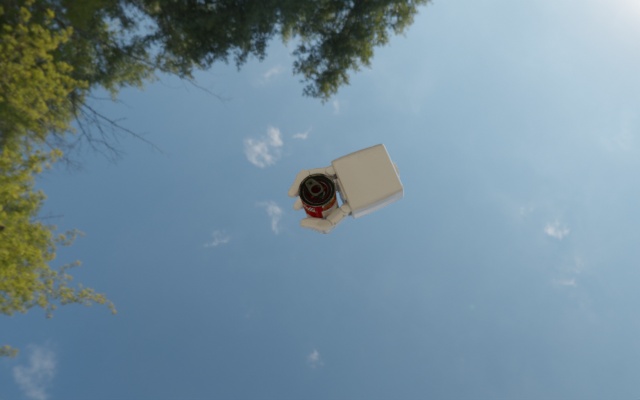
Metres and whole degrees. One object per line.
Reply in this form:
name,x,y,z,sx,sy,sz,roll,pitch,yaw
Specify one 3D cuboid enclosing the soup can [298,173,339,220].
soup can,0.000,0.003,0.897,0.068,0.068,0.102,0,-27,8
